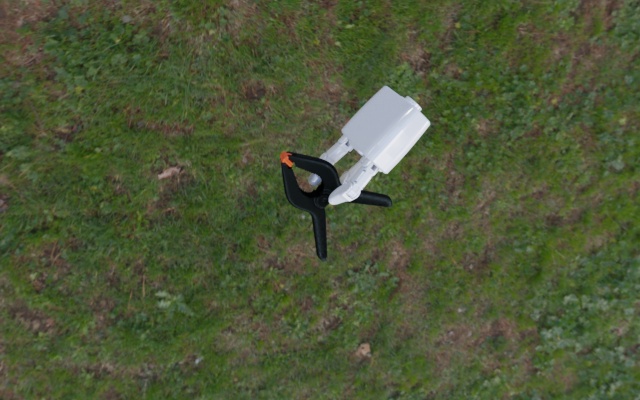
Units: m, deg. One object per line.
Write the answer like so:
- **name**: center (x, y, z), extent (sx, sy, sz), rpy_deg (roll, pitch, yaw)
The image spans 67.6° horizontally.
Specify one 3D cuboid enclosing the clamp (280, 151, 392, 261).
- **clamp**: center (0.000, 0.003, 0.806), extent (0.210, 0.164, 0.036), rpy_deg (38, 10, -26)
